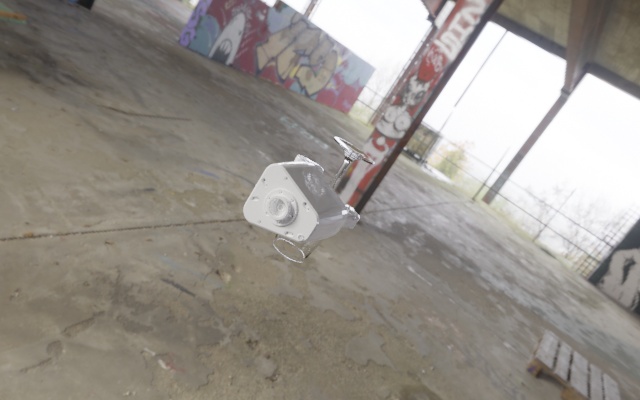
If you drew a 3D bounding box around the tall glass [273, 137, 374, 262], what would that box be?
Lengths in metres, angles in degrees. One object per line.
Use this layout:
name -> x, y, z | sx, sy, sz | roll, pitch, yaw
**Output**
tall glass -> 0.001, 0.002, 0.765 | 0.079, 0.201, 0.079 | 30, 16, -9
